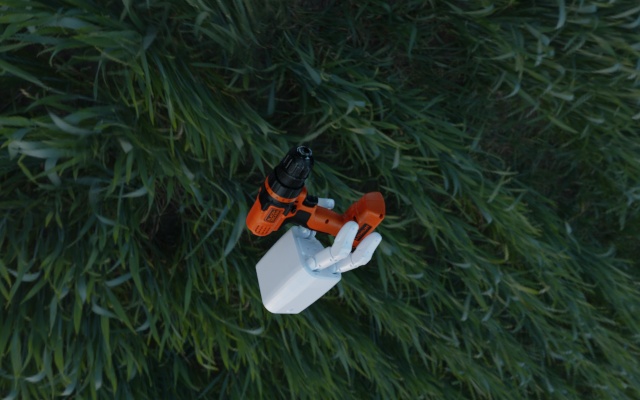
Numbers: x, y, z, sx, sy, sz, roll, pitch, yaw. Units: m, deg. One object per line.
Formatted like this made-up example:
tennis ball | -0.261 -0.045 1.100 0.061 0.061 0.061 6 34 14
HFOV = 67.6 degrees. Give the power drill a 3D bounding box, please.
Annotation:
power drill | 0.000 0.003 0.722 0.188 0.057 0.184 15 -42 -22
